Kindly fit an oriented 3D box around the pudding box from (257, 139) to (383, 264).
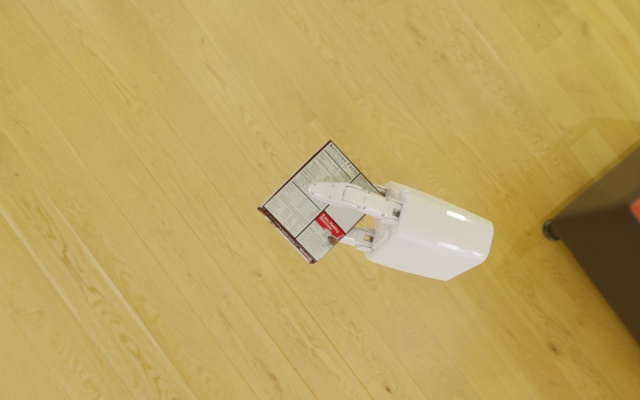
[{"bbox_3d":[0.000,0.002,0.535,0.113,0.090,0.039,-45,5,-14],"label":"pudding box"}]
